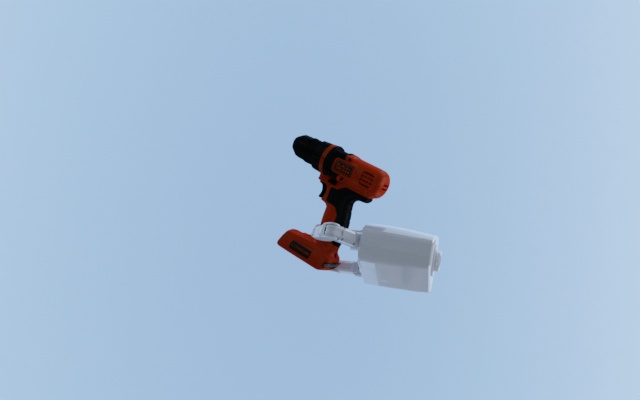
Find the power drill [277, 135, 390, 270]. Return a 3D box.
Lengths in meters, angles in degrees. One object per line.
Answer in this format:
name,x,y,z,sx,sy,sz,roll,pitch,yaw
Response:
power drill,0.000,0.003,0.767,0.184,0.188,0.057,30,13,31
